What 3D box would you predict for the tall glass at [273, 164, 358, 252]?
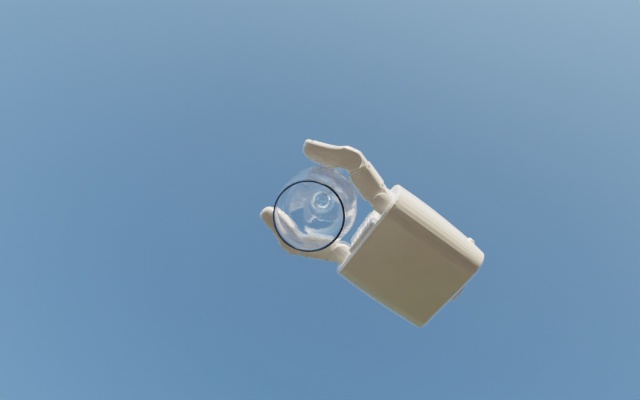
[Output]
[{"bbox_3d":[0.000,0.002,0.498,0.079,0.079,0.201,0,7,6],"label":"tall glass"}]
